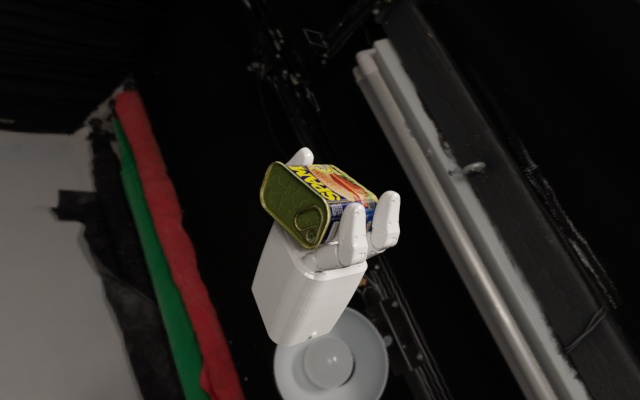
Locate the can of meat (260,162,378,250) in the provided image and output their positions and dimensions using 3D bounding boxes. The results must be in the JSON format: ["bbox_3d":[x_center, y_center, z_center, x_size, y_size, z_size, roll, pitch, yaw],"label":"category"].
[{"bbox_3d":[0.000,0.002,0.508,0.084,0.057,0.102,-5,35,-45],"label":"can of meat"}]
